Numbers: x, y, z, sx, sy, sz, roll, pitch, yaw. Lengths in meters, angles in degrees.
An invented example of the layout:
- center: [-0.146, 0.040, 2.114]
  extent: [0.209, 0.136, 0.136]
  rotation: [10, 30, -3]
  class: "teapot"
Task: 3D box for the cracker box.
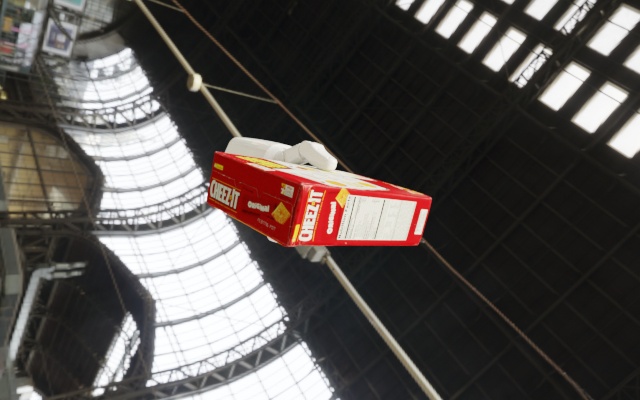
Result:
- center: [0.000, 0.002, 0.569]
  extent: [0.214, 0.072, 0.164]
  rotation: [4, 11, -43]
  class: "cracker box"
